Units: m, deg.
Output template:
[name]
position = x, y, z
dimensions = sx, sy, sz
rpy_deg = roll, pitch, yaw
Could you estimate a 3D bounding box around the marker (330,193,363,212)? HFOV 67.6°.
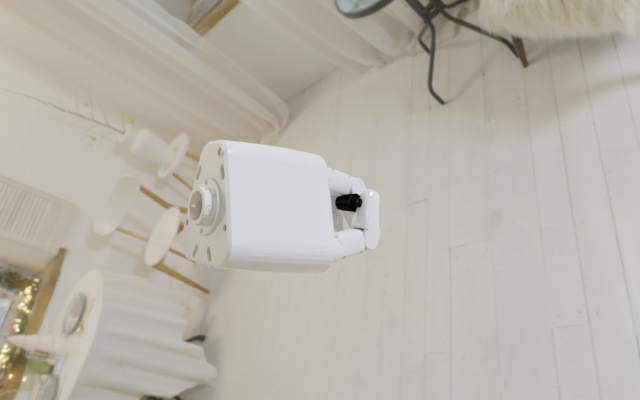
[marker]
position = 0.000, 0.002, 0.510
dimensions = 0.020, 0.020, 0.121
rpy_deg = 0, 1, -39
